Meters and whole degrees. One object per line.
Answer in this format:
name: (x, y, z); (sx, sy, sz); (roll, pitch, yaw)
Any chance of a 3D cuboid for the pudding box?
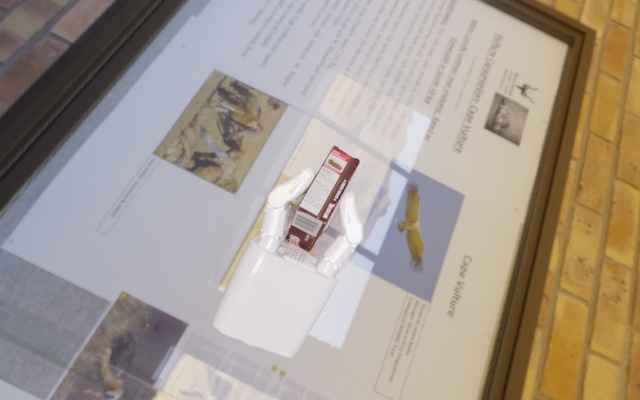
pudding box: (0.000, 0.002, 0.553); (0.039, 0.090, 0.113); (29, -23, -1)
